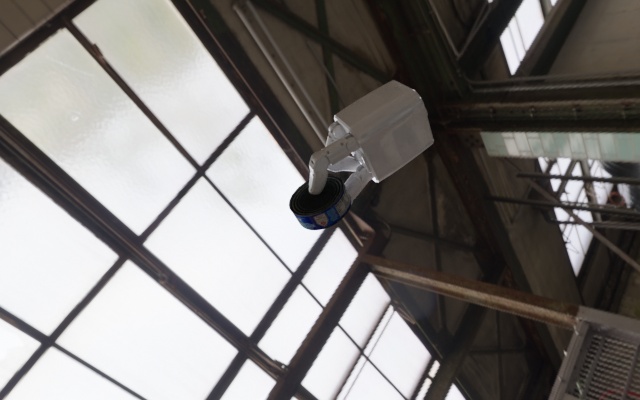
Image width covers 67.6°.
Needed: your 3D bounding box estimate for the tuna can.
[{"bbox_3d":[0.000,0.003,0.684,0.086,0.034,0.086,-19,36,15],"label":"tuna can"}]
